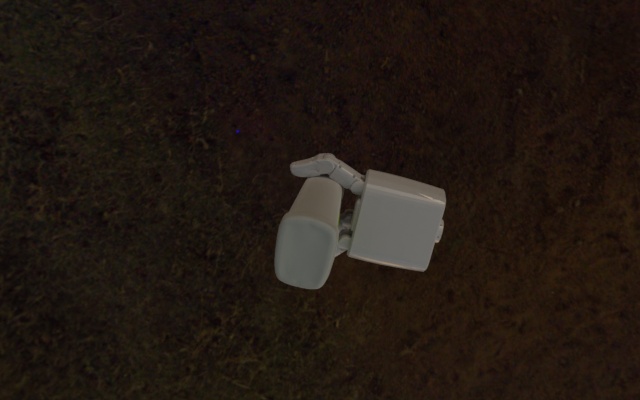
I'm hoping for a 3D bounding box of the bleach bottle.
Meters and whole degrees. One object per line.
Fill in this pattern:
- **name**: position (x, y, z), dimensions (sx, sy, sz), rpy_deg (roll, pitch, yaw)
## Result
- **bleach bottle**: position (0.000, 0.002, 0.637), dimensions (0.068, 0.103, 0.250), rpy_deg (13, 31, 3)
